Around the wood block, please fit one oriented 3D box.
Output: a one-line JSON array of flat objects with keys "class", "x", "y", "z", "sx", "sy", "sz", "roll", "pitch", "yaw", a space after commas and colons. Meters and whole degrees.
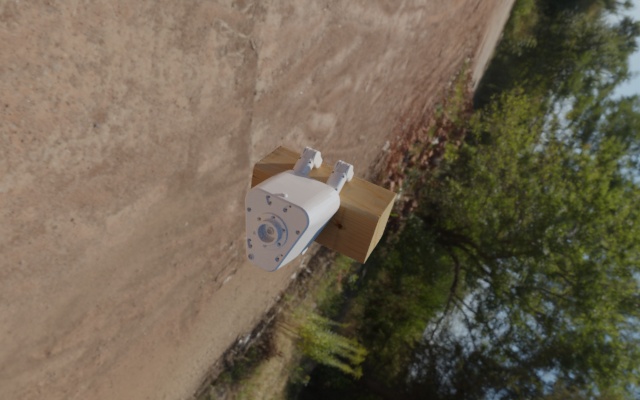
[{"class": "wood block", "x": 0.000, "y": 0.003, "z": 0.752, "sx": 0.206, "sy": 0.091, "sz": 0.090, "roll": 24, "pitch": 36, "yaw": 15}]
